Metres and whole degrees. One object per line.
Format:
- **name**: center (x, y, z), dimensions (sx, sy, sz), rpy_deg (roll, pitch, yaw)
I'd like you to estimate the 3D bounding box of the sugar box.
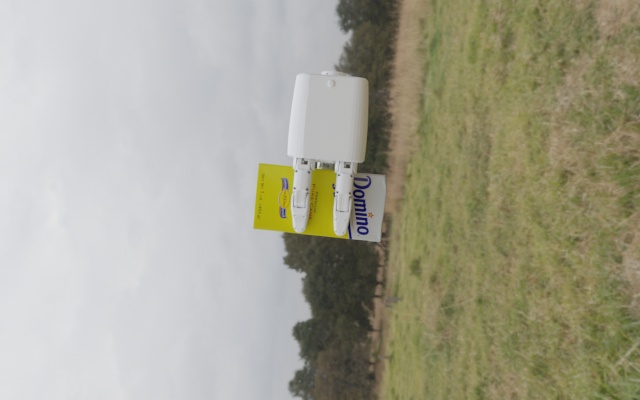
- **sugar box**: center (0.000, 0.002, 0.660), dimensions (0.176, 0.093, 0.048), rpy_deg (5, 3, 4)
